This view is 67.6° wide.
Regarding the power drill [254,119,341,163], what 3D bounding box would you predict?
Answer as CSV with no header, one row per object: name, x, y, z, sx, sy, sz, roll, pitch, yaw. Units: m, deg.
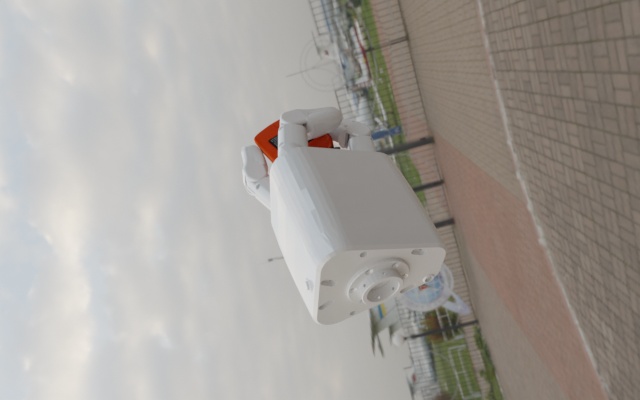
power drill,0.000,0.001,0.520,0.057,0.188,0.184,-36,33,-10
